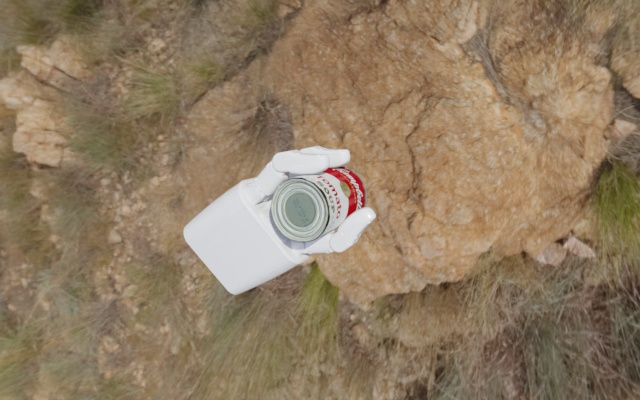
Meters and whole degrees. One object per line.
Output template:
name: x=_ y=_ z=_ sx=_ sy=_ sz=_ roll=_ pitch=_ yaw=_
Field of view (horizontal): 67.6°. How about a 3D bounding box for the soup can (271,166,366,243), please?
soup can: x=0.000 y=0.002 z=0.515 sx=0.068 sy=0.068 sz=0.102 roll=0 pitch=10 yaw=26
